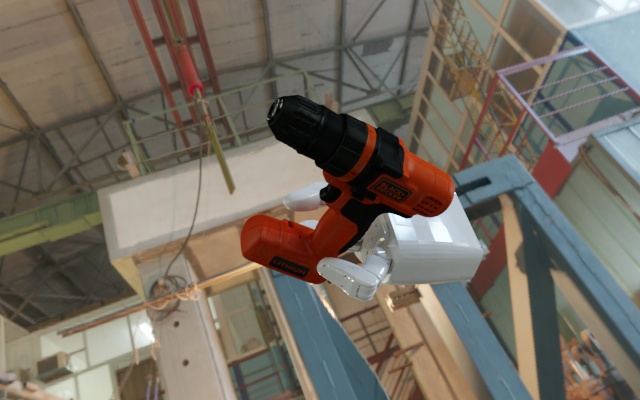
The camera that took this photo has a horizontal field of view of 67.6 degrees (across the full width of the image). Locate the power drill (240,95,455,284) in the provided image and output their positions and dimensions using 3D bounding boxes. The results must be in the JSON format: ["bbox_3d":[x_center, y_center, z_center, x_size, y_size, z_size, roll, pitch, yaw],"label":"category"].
[{"bbox_3d":[0.000,0.002,0.444,0.184,0.057,0.188,26,-45,-24],"label":"power drill"}]
